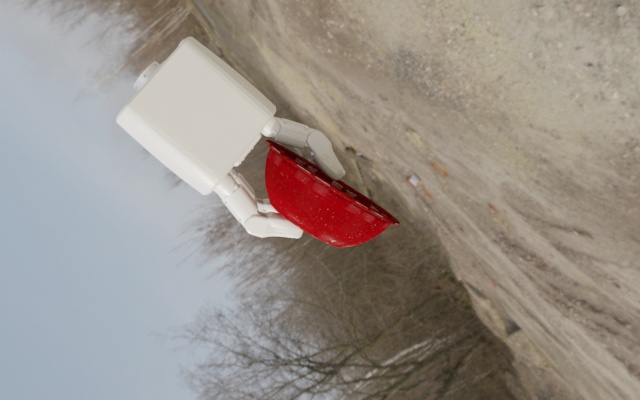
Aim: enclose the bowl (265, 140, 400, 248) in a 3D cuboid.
[{"bbox_3d":[0.001,0.003,0.497,0.162,0.055,0.162,31,6,-4],"label":"bowl"}]
